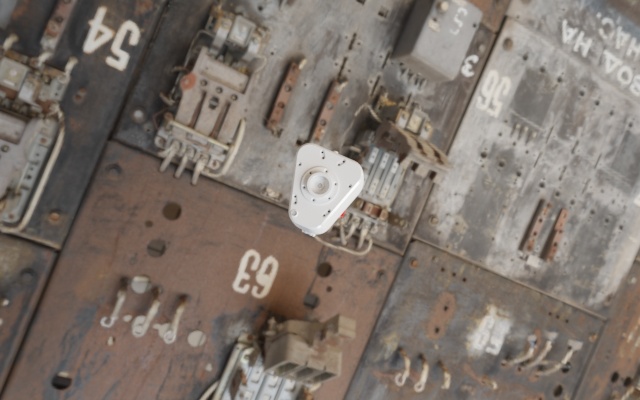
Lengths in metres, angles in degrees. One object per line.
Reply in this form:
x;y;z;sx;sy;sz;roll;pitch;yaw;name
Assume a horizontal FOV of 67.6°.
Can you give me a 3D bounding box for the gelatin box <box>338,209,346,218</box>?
0.000;0.003;0.791;0.073;0.030;0.089;25;-9;-9;gelatin box
